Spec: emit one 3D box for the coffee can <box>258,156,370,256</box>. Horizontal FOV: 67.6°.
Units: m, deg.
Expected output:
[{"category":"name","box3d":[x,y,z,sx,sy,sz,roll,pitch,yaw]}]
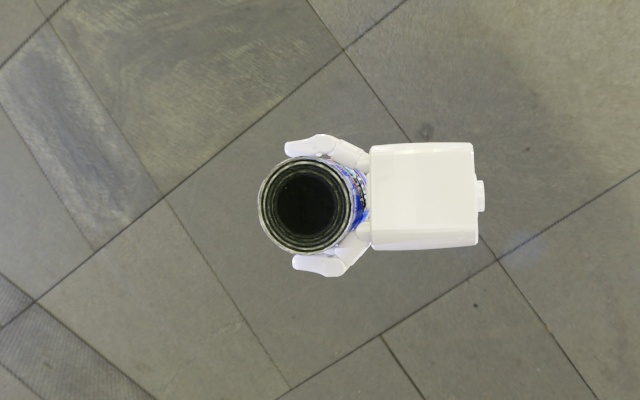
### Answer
[{"category":"coffee can","box3d":[0.000,0.002,0.553,0.103,0.103,0.140,0,3,14]}]
